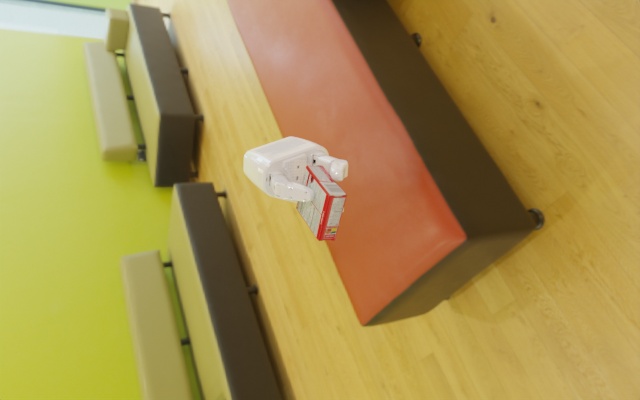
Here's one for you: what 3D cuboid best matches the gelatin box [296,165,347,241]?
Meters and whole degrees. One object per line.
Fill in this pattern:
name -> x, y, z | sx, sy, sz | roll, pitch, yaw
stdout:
gelatin box -> 0.000, 0.002, 0.666 | 0.030, 0.073, 0.089 | -1, 31, -26
